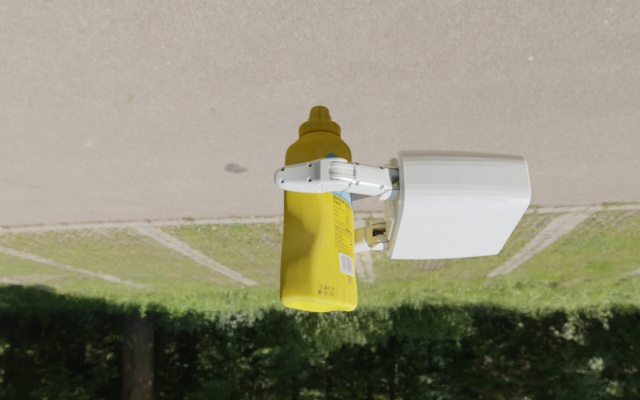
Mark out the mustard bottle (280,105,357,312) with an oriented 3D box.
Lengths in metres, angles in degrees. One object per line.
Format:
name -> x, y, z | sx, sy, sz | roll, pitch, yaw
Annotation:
mustard bottle -> 0.000, 0.002, 0.438 | 0.058, 0.191, 0.096 | -8, -20, 24
